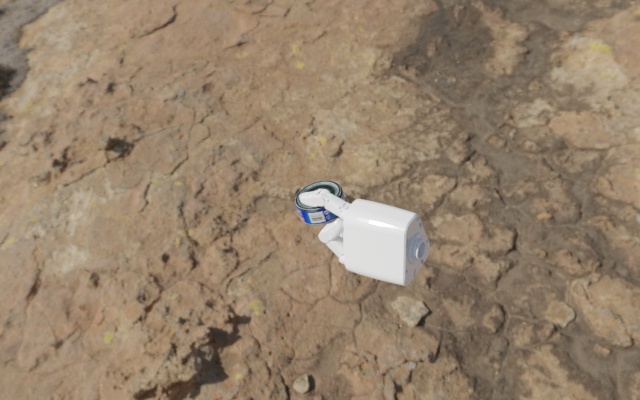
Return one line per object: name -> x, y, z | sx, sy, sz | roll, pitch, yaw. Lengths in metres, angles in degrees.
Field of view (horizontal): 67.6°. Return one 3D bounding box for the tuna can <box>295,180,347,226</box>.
tuna can -> 0.000, 0.002, 0.820 | 0.086, 0.034, 0.086 | -13, 35, 10
